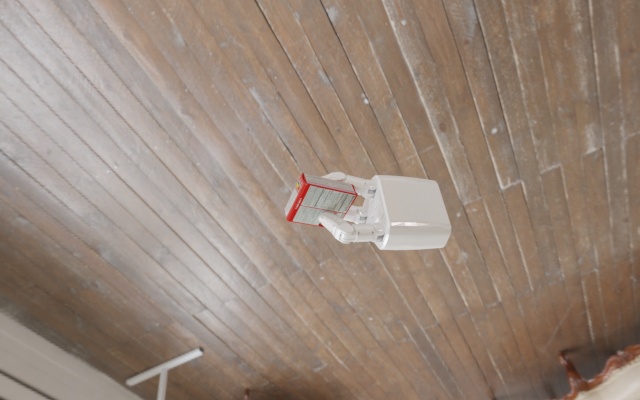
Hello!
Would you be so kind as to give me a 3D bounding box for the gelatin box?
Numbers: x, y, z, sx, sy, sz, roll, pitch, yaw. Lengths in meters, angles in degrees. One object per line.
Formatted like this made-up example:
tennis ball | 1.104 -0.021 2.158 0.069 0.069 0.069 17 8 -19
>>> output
gelatin box | 0.000 0.003 0.711 0.089 0.073 0.030 11 36 -26
